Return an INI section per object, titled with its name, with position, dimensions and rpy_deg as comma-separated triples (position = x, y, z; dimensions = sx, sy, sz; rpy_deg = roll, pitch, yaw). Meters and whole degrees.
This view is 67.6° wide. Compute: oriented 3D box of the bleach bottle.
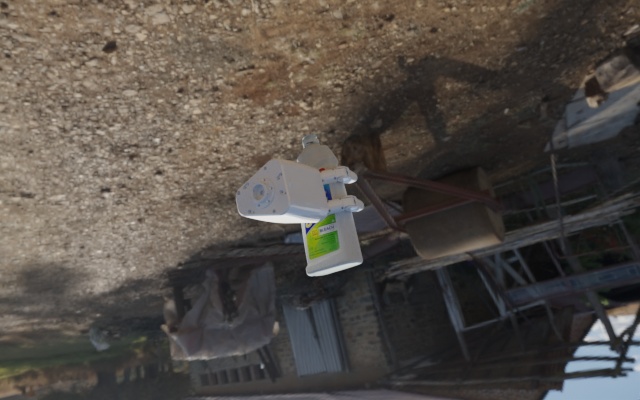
[bleach bottle]
position = 0.000, 0.003, 0.867
dimensions = 0.102, 0.250, 0.068
rpy_deg = -21, -17, 28
